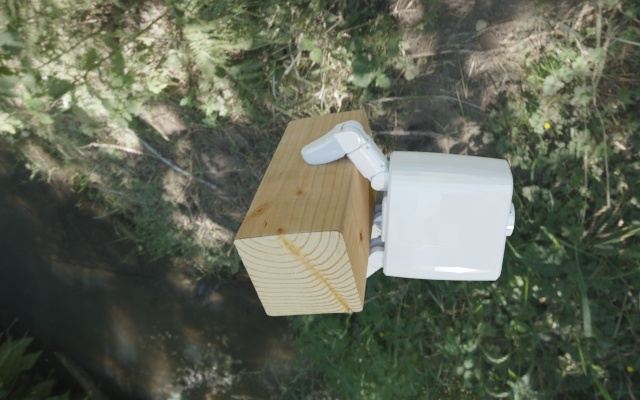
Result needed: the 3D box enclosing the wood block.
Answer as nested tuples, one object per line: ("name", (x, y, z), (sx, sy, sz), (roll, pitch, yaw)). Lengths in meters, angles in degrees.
("wood block", (0.000, 0.001, 0.467), (0.090, 0.091, 0.206), (-6, 34, 16))
